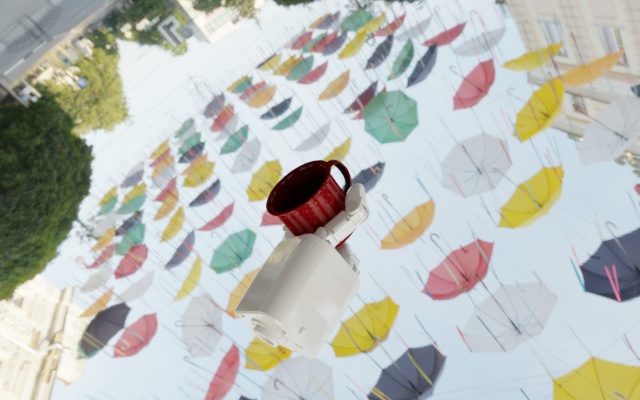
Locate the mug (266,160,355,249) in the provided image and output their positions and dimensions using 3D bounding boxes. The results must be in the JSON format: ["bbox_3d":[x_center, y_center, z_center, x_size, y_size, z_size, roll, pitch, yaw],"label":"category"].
[{"bbox_3d":[0.001,0.001,0.593,0.093,0.117,0.081,2,-42,49],"label":"mug"}]
